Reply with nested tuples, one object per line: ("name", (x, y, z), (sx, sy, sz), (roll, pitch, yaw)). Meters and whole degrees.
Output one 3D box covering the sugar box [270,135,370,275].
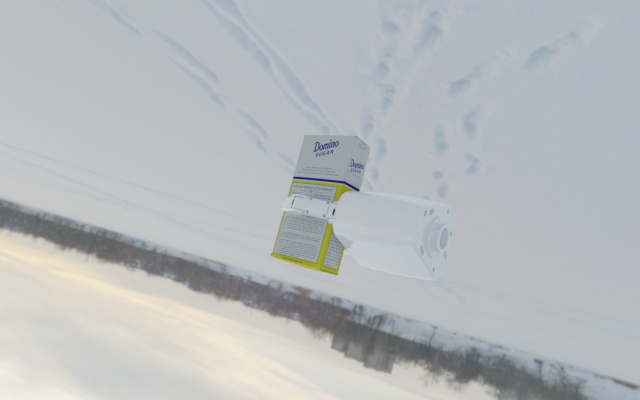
("sugar box", (0.001, 0.002, 0.633), (0.093, 0.176, 0.048), (9, -13, 40))
